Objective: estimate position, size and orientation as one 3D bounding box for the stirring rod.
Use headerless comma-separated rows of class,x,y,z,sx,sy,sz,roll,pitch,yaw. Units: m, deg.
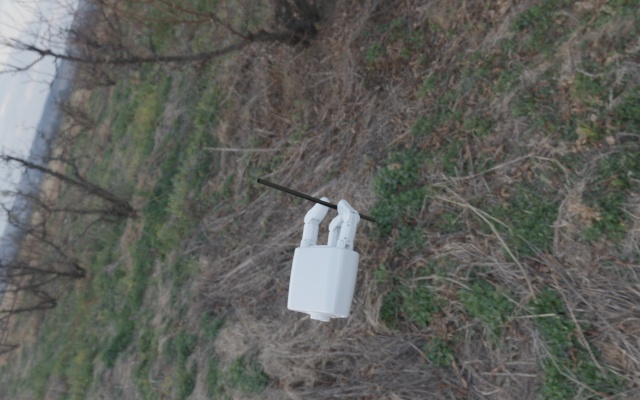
stirring rod,0.000,0.003,0.815,0.239,0.011,0.011,19,-10,-30
